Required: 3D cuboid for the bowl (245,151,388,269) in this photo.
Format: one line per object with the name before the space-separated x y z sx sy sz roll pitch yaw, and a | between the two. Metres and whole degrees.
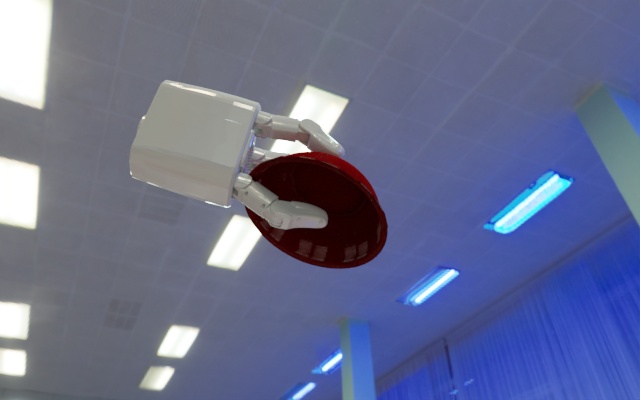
bowl | 0.001 0.002 0.520 0.162 0.162 0.055 0 41 26
